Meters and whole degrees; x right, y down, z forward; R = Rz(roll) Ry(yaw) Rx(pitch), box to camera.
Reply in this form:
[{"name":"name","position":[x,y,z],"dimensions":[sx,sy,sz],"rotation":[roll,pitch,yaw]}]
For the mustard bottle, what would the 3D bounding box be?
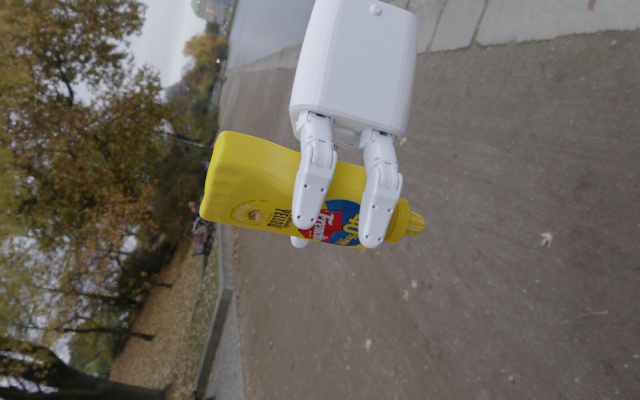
[{"name":"mustard bottle","position":[0.000,0.002,0.406],"dimensions":[0.191,0.058,0.096],"rotation":[13,-33,-15]}]
